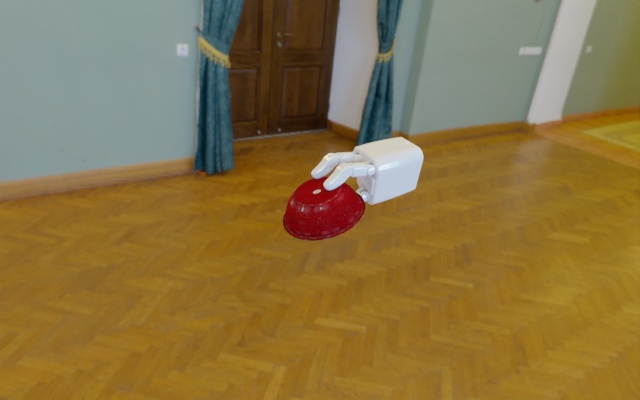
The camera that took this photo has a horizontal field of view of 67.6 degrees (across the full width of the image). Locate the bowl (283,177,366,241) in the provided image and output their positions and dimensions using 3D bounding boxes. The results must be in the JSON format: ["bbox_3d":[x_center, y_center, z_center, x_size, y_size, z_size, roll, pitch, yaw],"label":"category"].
[{"bbox_3d":[-0.001,0.003,0.894,0.162,0.055,0.162,-11,34,8],"label":"bowl"}]
